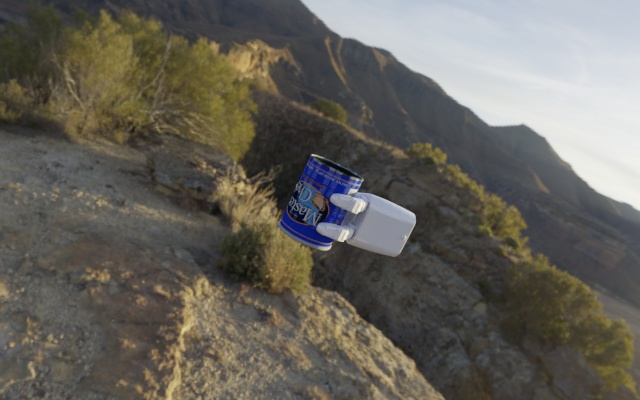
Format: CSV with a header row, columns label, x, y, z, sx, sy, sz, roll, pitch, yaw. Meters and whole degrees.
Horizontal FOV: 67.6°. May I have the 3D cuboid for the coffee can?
label,x,y,z,sx,sy,sz,roll,pitch,yaw
coffee can,0.000,0.003,0.846,0.103,0.140,0.102,24,11,-5
